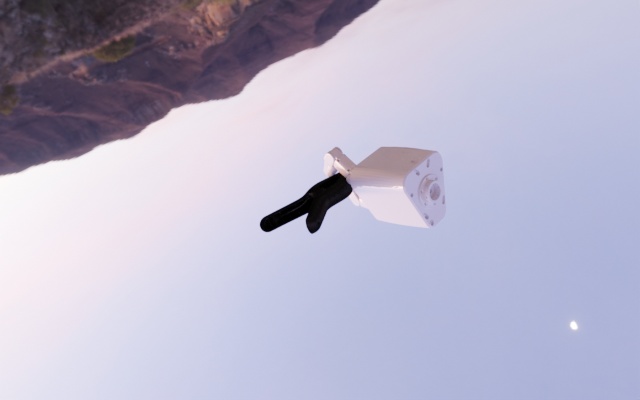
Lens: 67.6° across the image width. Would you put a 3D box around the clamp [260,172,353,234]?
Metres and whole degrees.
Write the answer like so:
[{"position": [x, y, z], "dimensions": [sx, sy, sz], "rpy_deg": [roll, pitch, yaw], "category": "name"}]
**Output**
[{"position": [0.000, 0.003, 0.728], "dimensions": [0.171, 0.039, 0.120], "rpy_deg": [-37, 29, -29], "category": "clamp"}]
